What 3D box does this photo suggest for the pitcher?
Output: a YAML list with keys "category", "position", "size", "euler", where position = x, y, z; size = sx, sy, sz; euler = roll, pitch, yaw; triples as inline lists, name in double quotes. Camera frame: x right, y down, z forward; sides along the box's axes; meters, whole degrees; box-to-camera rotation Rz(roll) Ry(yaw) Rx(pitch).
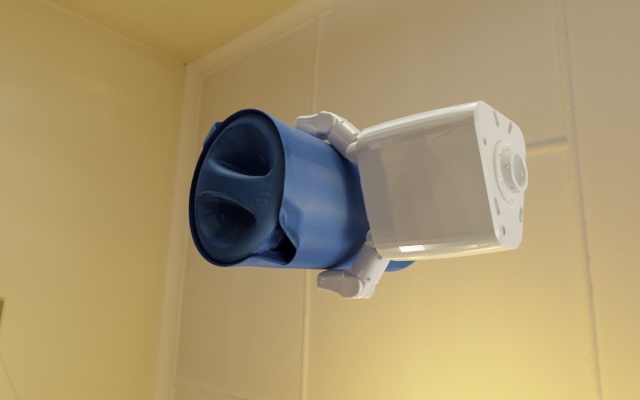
- category: "pitcher"
  position: [0.000, 0.002, 0.480]
  size: [0.145, 0.149, 0.243]
  euler: [-10, -17, 42]
